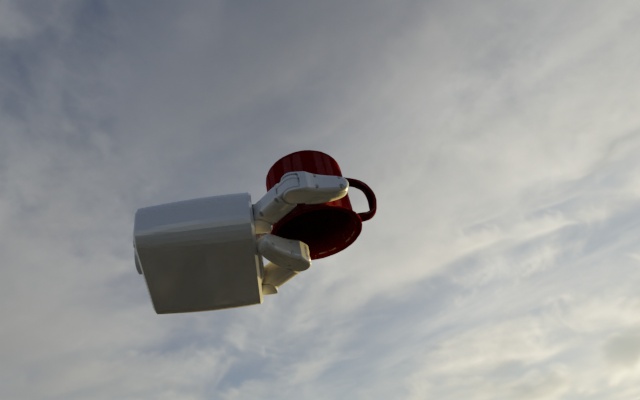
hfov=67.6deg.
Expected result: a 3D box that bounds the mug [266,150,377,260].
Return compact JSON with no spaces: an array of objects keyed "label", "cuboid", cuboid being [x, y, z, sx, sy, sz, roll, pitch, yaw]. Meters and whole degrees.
[{"label":"mug","cuboid":[0.001,0.001,0.492,0.117,0.081,0.093,-7,-37,-9]}]
